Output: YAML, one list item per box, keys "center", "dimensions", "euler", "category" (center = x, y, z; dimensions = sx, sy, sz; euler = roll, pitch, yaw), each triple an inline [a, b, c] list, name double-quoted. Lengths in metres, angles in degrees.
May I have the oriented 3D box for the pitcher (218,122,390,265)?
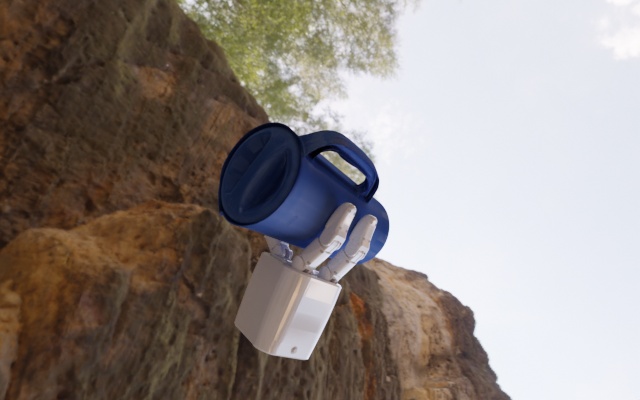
- center: [0.000, 0.002, 0.638]
  dimensions: [0.149, 0.145, 0.243]
  euler: [17, -8, 42]
  category: "pitcher"
